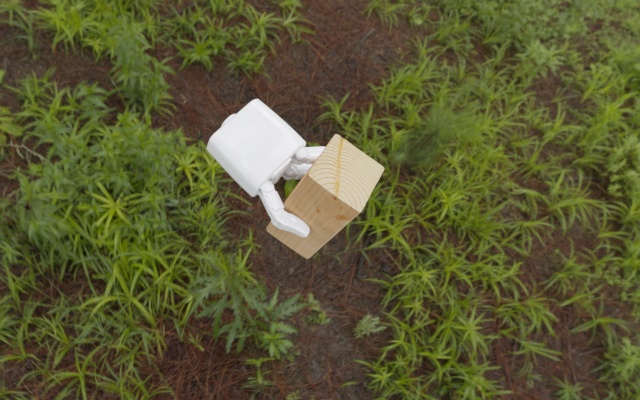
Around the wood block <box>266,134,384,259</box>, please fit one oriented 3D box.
[{"bbox_3d":[0.000,0.002,0.743,0.090,0.090,0.206,35,-33,-4],"label":"wood block"}]
